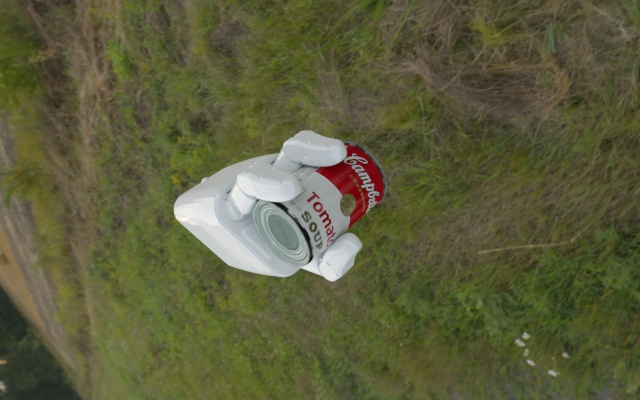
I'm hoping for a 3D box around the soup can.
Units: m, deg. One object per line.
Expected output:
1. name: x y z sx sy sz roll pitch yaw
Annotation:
1. soup can: 0.000 0.002 0.413 0.102 0.068 0.068 -38 23 -33
